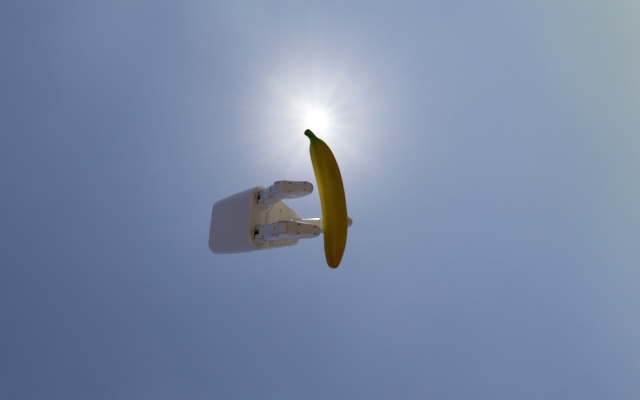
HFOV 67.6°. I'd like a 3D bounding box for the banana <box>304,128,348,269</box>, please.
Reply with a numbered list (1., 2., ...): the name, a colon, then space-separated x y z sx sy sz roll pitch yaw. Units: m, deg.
1. banana: 0.010 -0.004 0.689 0.037 0.198 0.069 -11 2 35
